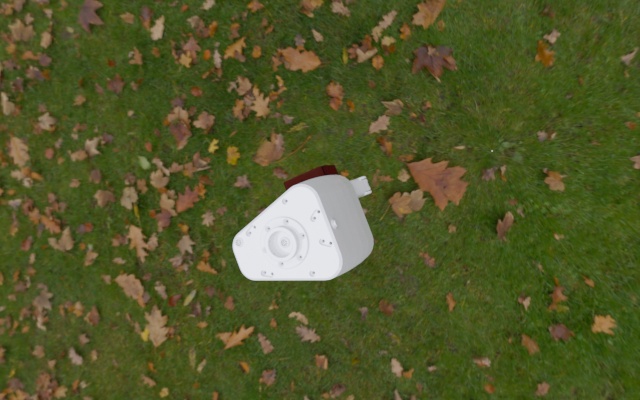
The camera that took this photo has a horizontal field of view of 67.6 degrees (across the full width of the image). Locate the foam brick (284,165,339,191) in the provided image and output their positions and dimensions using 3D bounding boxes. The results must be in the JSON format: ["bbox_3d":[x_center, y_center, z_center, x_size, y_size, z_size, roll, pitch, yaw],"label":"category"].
[{"bbox_3d":[0.000,0.002,0.568,0.053,0.078,0.051,-22,-3,21],"label":"foam brick"}]
